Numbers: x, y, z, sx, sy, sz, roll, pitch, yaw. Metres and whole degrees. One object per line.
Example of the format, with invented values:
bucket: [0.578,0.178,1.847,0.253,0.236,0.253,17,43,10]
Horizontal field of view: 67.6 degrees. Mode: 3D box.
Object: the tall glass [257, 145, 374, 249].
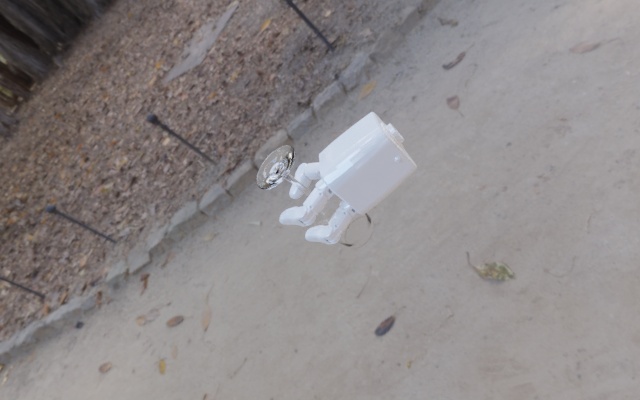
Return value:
tall glass: [0.000,0.002,0.729,0.079,0.079,0.201,0,-30,47]
